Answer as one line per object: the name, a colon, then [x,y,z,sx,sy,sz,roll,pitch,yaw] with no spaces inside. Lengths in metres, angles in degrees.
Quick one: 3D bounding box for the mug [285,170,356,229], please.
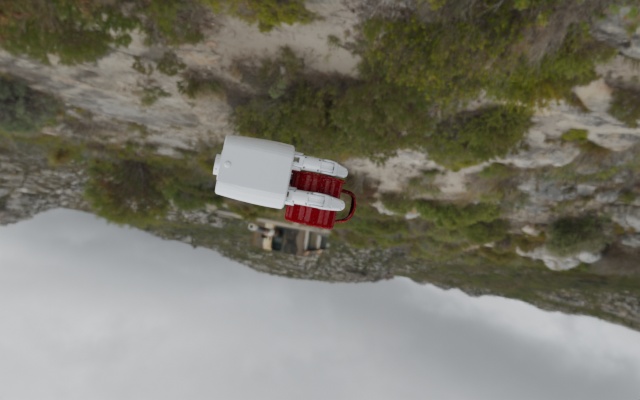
mug: [0.001,0.003,0.778,0.117,0.081,0.093,12,-2,-9]
